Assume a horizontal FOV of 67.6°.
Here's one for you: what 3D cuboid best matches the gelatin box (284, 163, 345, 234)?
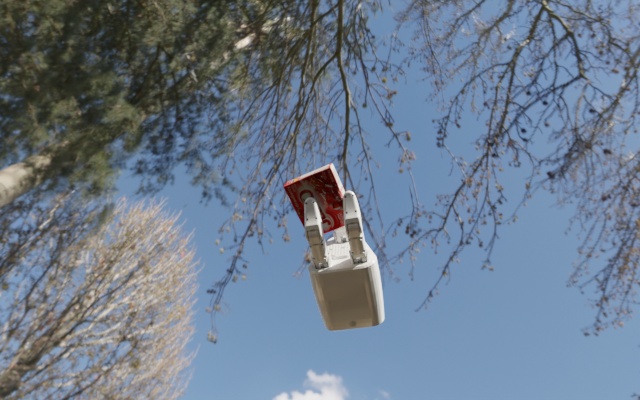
[{"bbox_3d":[0.000,0.002,0.679,0.073,0.089,0.030,-21,14,13],"label":"gelatin box"}]
